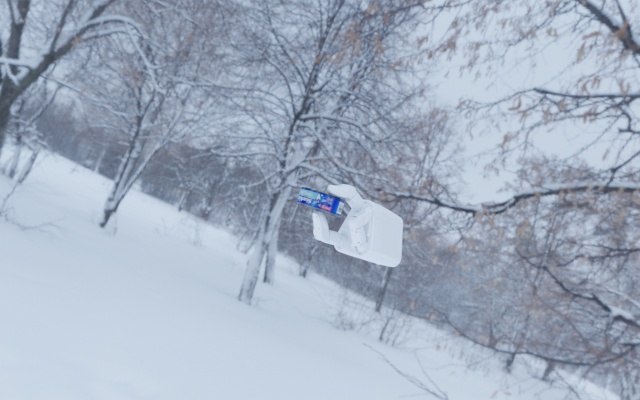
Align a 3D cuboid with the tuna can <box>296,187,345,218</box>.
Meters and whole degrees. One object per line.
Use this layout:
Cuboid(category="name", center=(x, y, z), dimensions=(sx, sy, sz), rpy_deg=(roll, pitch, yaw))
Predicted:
Cuboid(category="tuna can", center=(0.000, 0.002, 0.877), dimensions=(0.086, 0.034, 0.086), rpy_deg=(18, -2, 1))
